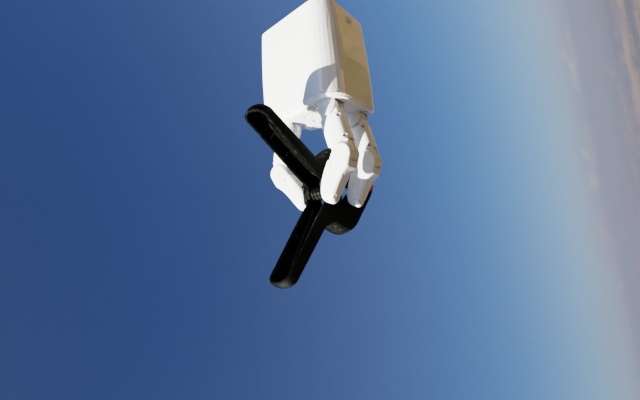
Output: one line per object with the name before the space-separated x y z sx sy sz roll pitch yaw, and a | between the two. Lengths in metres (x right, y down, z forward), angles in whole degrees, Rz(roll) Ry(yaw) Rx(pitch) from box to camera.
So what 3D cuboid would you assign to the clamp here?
clamp | 0.000 0.002 0.496 0.036 0.164 0.210 -9 -8 31
